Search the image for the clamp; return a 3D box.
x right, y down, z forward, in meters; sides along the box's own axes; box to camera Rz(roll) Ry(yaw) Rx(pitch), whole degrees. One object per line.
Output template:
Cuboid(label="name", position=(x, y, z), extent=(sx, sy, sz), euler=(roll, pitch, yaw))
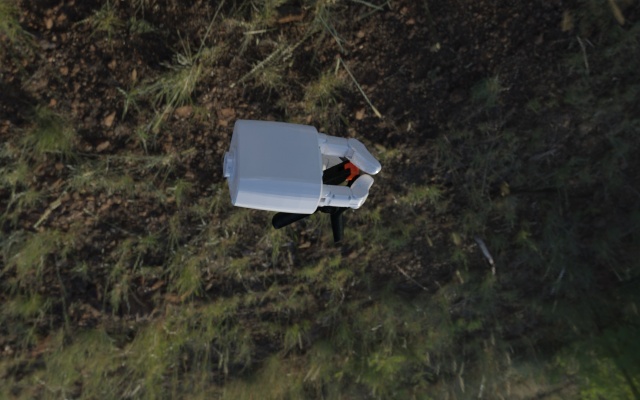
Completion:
Cuboid(label="clamp", position=(0.000, 0.003, 0.707), extent=(0.120, 0.039, 0.172), euler=(4, -44, -19))
